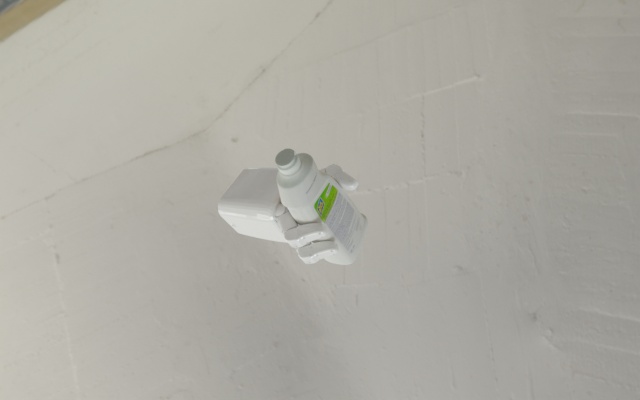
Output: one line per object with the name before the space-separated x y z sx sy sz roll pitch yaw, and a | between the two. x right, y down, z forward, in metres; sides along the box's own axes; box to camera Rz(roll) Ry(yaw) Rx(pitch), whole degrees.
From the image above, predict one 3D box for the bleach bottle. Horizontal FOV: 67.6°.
bleach bottle | 0.000 0.002 0.719 0.068 0.102 0.251 6 -29 27
